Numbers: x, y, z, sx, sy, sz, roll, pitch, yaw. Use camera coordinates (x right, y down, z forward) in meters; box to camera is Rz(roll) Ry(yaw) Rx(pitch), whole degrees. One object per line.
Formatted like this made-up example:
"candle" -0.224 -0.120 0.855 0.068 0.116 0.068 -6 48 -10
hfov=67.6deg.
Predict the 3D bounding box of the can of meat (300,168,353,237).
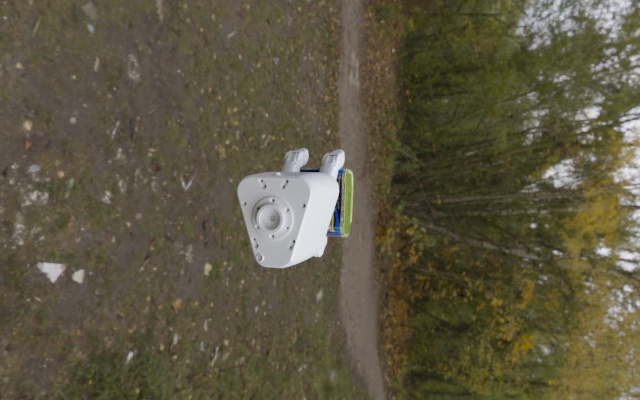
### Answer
"can of meat" 0.000 0.002 0.685 0.084 0.102 0.057 2 0 16
